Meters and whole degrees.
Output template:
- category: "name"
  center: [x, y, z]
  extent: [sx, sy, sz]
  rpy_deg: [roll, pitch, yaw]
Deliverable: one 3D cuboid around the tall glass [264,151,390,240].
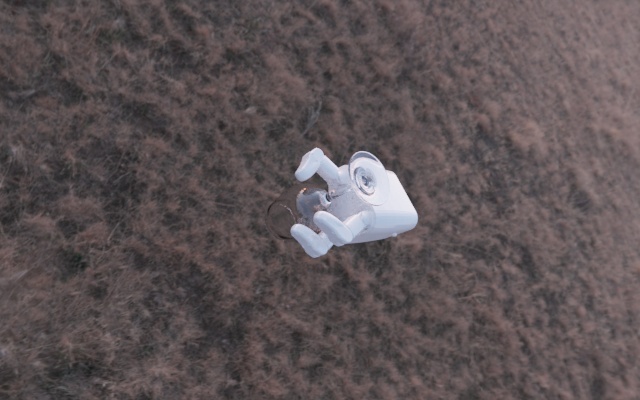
- category: "tall glass"
  center: [0.000, 0.002, 0.678]
  extent: [0.079, 0.079, 0.201]
  rpy_deg: [0, -18, -42]
